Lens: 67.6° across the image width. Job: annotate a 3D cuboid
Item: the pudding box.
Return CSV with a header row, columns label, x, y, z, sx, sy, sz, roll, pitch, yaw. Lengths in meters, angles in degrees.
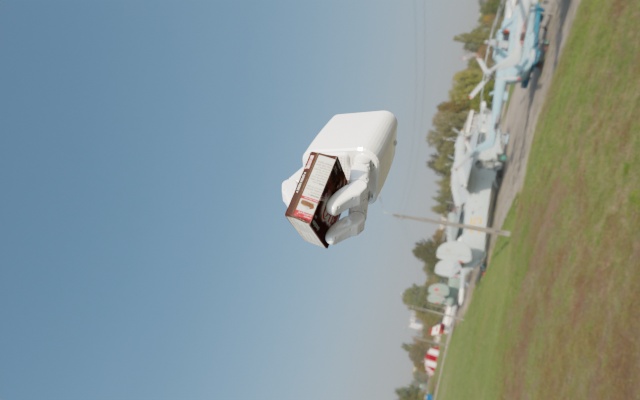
label,x,y,z,sx,sy,sz,roll,pitch,yaw
pudding box,0.000,0.002,0.599,0.039,0.090,0.113,16,-16,19
